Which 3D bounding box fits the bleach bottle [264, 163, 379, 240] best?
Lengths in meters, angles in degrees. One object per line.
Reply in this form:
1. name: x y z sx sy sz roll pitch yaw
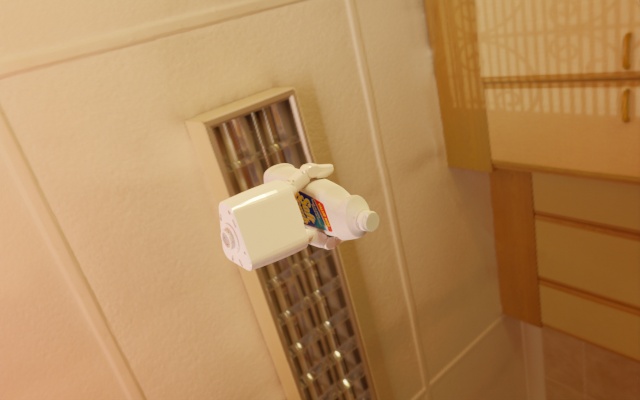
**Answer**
1. bleach bottle: 0.000 0.003 0.797 0.068 0.102 0.251 -21 22 -33
